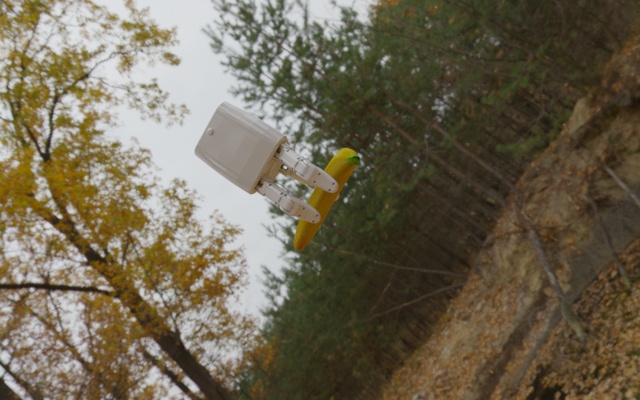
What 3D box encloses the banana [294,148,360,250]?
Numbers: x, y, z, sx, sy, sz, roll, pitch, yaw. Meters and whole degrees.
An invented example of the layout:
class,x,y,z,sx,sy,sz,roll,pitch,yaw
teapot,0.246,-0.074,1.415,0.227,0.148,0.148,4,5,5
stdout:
class,x,y,z,sx,sy,sz,roll,pitch,yaw
banana,0.007,-0.010,0.705,0.037,0.198,0.069,30,37,0
